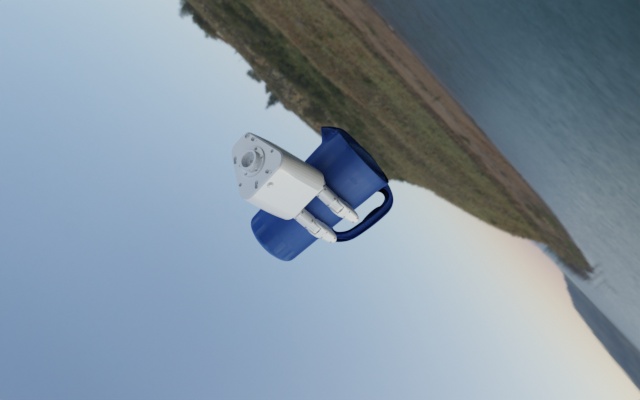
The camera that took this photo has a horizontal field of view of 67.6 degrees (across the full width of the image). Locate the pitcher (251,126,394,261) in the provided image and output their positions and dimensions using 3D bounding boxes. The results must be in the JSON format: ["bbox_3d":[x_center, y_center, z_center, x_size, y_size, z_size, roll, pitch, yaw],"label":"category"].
[{"bbox_3d":[0.000,0.003,0.852,0.243,0.149,0.145,-43,-36,14],"label":"pitcher"}]
